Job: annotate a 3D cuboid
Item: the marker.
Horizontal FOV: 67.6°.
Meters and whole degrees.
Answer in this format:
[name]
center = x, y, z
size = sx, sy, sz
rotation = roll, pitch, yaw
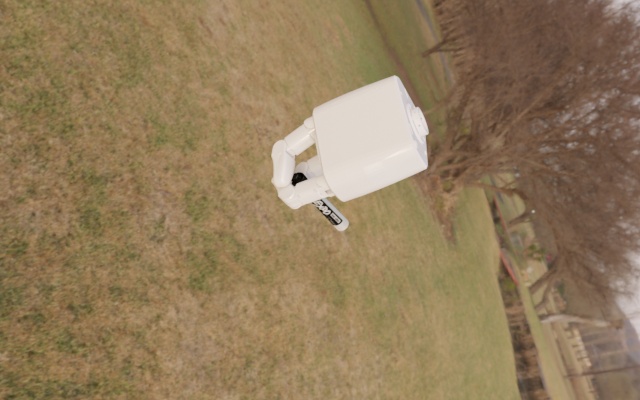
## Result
[marker]
center = 0.000, 0.002, 0.606
size = 0.020, 0.020, 0.121
rotation = 0, -32, 36
